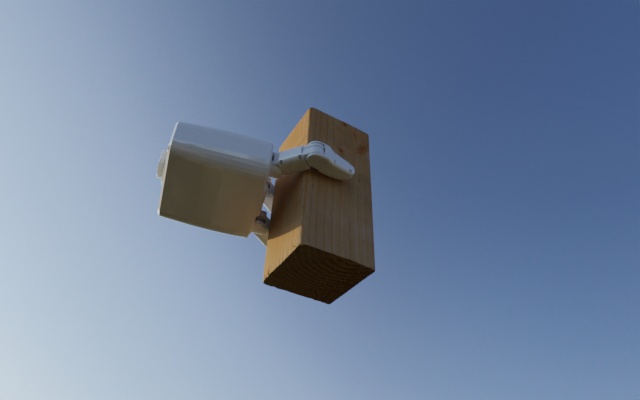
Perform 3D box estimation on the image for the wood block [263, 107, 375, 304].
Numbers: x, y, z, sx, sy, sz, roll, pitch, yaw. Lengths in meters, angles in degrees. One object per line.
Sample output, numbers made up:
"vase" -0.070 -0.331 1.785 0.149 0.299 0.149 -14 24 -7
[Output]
"wood block" 0.000 0.001 0.562 0.090 0.206 0.091 22 -44 -22
